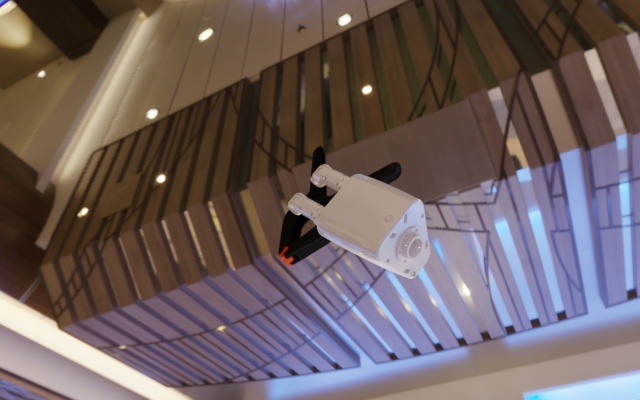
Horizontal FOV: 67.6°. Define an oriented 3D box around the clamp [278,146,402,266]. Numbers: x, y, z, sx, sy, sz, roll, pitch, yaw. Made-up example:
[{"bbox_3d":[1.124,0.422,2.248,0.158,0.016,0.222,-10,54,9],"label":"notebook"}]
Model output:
[{"bbox_3d":[0.000,0.003,0.711,0.164,0.210,0.036,26,-21,44],"label":"clamp"}]
